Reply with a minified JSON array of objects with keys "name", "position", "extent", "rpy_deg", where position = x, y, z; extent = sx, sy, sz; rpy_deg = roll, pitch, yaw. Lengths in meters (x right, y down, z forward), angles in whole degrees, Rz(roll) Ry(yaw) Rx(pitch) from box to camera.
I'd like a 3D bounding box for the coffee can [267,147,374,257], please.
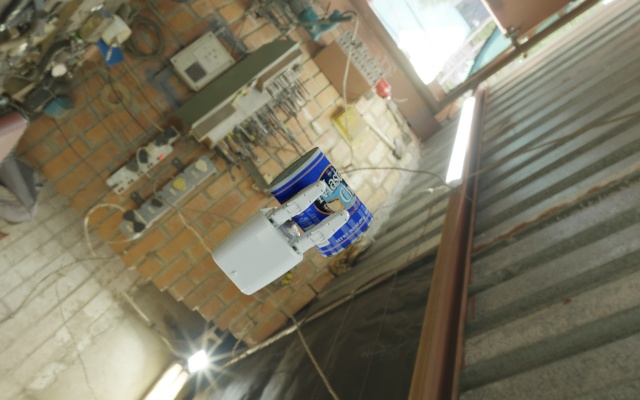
[{"name":"coffee can","position":[0.000,0.002,0.742],"extent":[0.103,0.140,0.102],"rpy_deg":[-37,12,9]}]
